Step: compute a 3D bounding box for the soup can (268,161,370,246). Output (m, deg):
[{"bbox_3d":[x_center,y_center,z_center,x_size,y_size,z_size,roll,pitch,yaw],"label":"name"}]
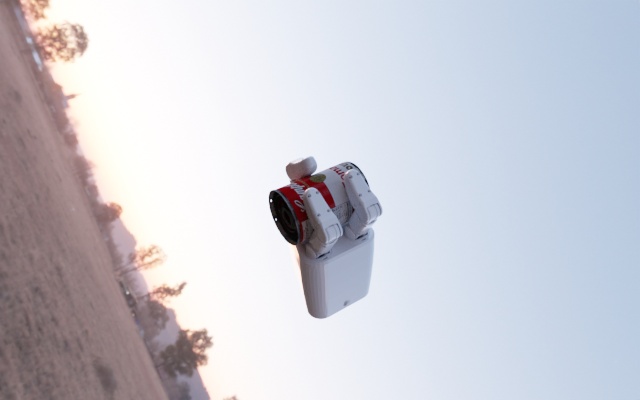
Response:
[{"bbox_3d":[0.000,0.001,0.556,0.102,0.068,0.068,-23,10,-24],"label":"soup can"}]
